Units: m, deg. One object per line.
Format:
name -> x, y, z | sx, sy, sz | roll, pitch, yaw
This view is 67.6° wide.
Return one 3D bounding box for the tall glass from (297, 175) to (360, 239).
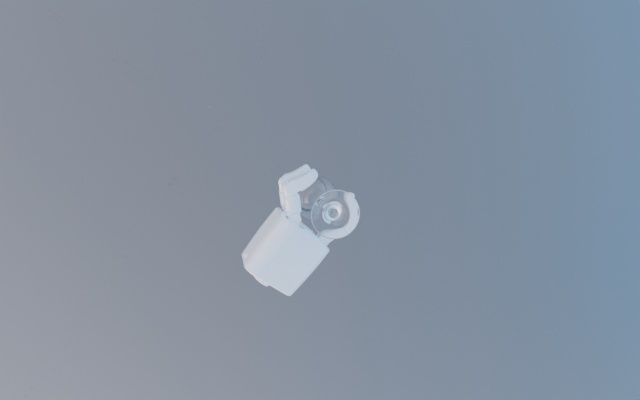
tall glass -> 0.000, 0.003, 0.792 | 0.079, 0.079, 0.201 | 0, 11, -13
